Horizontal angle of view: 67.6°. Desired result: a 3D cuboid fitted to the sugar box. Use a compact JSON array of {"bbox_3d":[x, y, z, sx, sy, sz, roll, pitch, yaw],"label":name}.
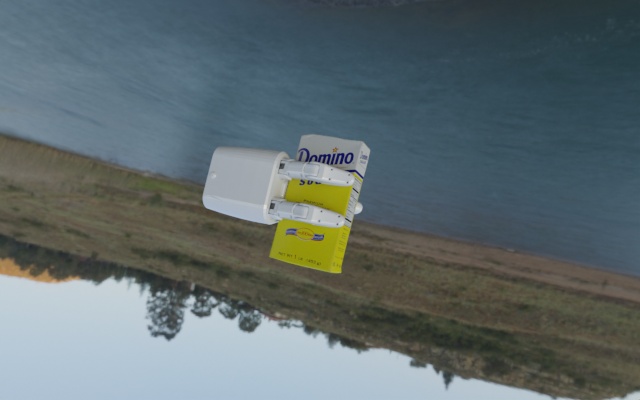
[{"bbox_3d":[0.000,0.002,0.641,0.093,0.176,0.048,10,-6,23],"label":"sugar box"}]
